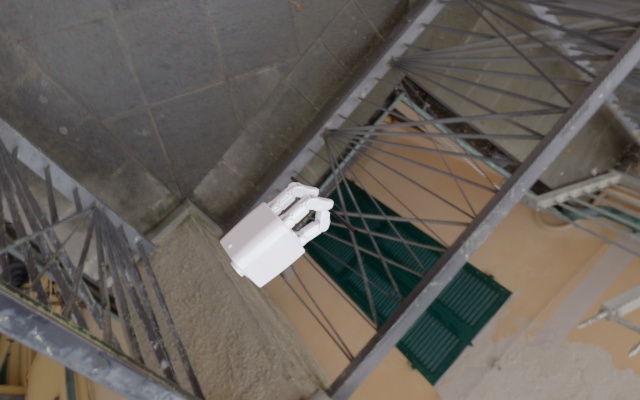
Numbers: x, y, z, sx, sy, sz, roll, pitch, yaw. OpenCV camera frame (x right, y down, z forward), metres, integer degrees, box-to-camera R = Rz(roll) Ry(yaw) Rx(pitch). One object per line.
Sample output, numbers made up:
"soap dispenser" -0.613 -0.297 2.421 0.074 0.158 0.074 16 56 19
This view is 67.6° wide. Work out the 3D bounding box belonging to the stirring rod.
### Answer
"stirring rod" 0.000 0.003 0.867 0.011 0.011 0.239 0 24 -31
